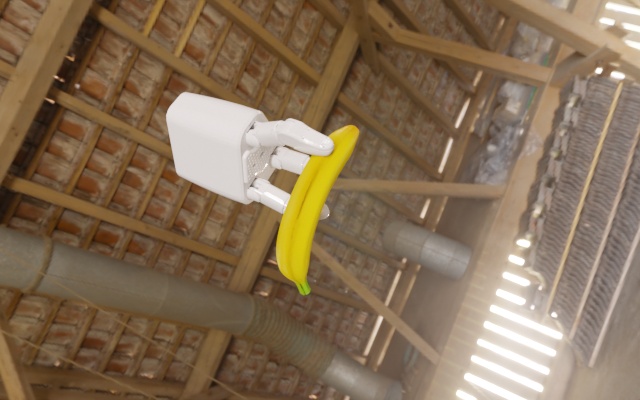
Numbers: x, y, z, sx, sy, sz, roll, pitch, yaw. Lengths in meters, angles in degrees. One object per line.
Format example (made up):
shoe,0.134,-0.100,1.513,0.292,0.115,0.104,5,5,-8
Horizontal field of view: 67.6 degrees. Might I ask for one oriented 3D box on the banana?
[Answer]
banana,-0.007,0.001,0.512,0.037,0.198,0.070,17,-6,22
